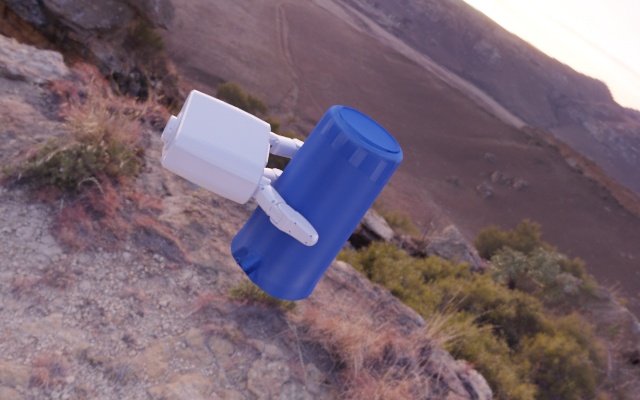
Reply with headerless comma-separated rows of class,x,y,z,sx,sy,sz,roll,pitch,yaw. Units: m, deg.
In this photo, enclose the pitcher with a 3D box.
pitcher,0.000,0.002,0.626,0.145,0.243,0.149,25,27,-21
